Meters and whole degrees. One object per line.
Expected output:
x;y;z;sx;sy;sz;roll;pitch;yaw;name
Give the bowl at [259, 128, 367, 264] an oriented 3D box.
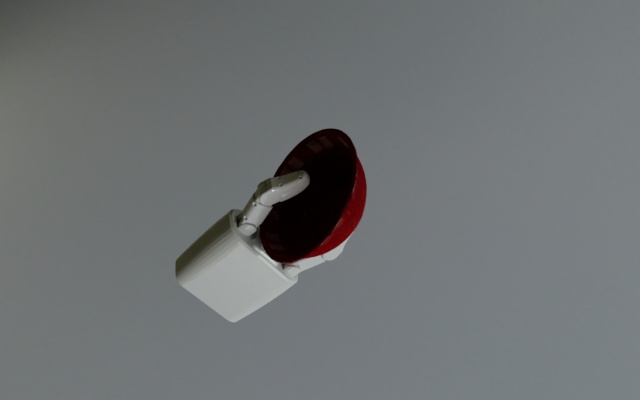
0.001;0.001;0.542;0.055;0.162;0.162;27;-16;-34;bowl
